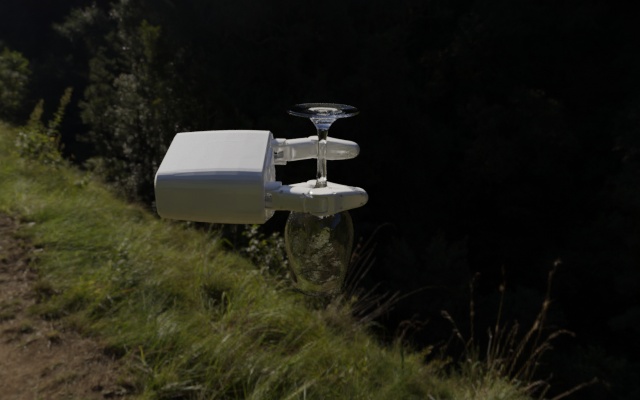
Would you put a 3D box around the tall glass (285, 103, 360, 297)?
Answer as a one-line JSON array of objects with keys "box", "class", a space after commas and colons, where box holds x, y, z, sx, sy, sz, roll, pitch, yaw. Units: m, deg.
[{"box": [0.000, 0.001, 0.515, 0.079, 0.201, 0.079, 1, 20, 0], "class": "tall glass"}]
